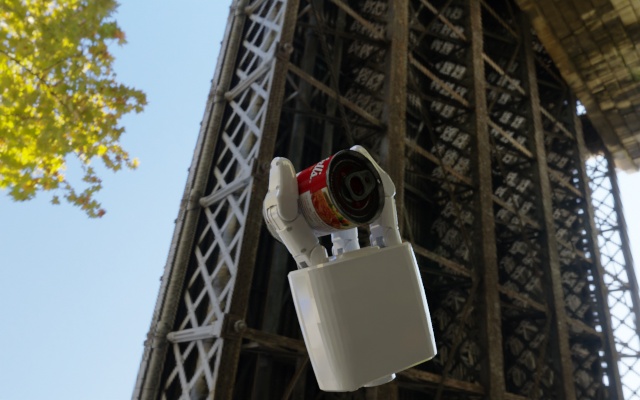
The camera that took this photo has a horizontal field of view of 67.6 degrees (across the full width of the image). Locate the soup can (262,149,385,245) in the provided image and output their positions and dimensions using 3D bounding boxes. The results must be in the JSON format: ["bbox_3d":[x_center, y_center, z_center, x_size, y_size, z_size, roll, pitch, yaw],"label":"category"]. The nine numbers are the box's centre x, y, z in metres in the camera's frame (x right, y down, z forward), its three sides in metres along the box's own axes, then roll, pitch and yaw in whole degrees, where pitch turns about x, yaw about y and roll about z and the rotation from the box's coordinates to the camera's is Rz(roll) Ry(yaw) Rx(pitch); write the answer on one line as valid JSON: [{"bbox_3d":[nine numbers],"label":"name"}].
[{"bbox_3d":[0.000,0.001,0.446,0.068,0.068,0.102,0,-15,-41],"label":"soup can"}]
